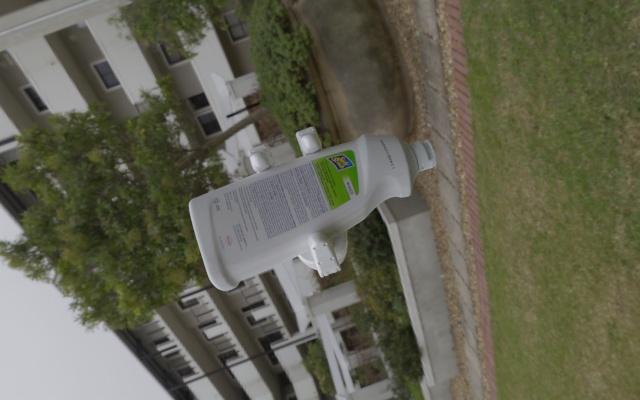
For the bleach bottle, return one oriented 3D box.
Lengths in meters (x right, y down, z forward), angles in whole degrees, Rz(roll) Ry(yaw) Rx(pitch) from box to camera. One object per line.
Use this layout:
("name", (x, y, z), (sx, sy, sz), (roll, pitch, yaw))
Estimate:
("bleach bottle", (0.000, 0.002, 0.491), (0.251, 0.102, 0.068), (-20, -16, -1))
